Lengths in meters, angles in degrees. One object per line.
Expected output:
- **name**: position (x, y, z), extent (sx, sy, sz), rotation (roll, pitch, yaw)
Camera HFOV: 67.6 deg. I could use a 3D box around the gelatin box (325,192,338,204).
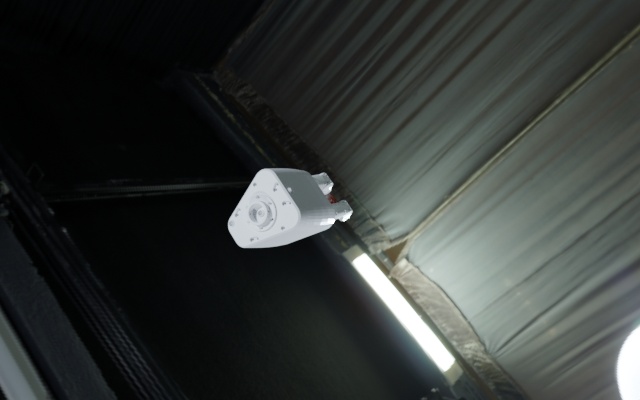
- **gelatin box**: position (0.000, 0.003, 0.806), extent (0.030, 0.073, 0.089), rotation (-43, -4, 15)
